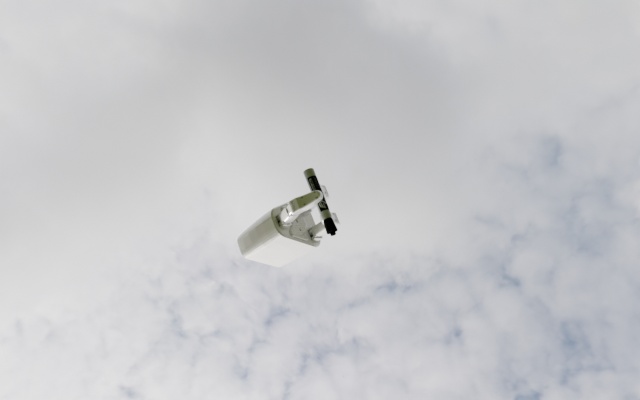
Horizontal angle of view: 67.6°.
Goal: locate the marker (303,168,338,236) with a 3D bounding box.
[{"bbox_3d":[0.000,0.003,0.784,0.020,0.121,0.020,-19,-20,-7],"label":"marker"}]
